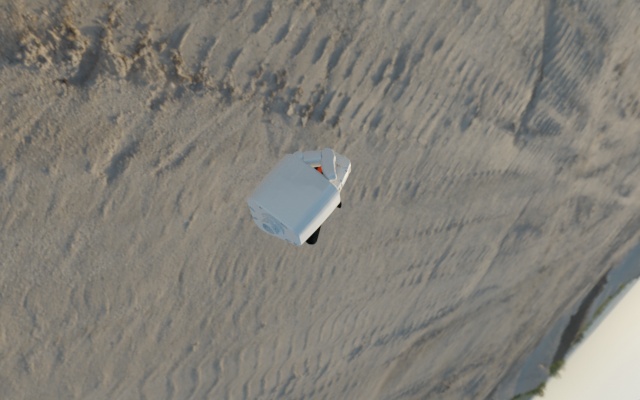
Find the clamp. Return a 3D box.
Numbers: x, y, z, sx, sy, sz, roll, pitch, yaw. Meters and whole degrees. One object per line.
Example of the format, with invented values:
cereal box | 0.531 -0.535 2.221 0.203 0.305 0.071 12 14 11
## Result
clamp | 0.001 0.003 0.880 0.039 0.120 0.172 16 -31 19
